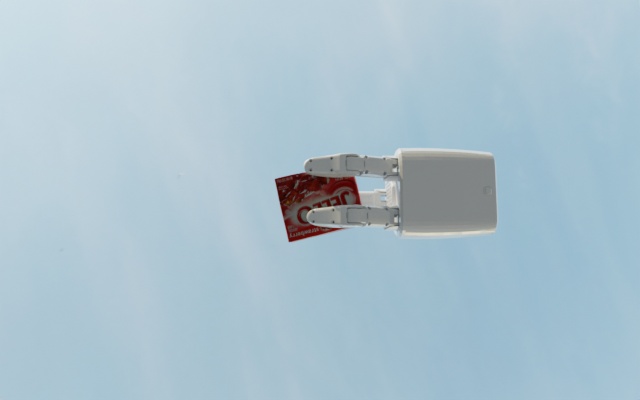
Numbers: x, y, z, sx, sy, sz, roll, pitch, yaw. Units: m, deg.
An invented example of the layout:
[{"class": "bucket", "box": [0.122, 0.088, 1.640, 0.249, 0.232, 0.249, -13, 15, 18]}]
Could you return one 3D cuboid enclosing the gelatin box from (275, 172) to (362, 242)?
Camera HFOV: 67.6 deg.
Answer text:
[{"class": "gelatin box", "box": [0.000, 0.002, 0.533, 0.089, 0.073, 0.030, -13, -6, 3]}]
